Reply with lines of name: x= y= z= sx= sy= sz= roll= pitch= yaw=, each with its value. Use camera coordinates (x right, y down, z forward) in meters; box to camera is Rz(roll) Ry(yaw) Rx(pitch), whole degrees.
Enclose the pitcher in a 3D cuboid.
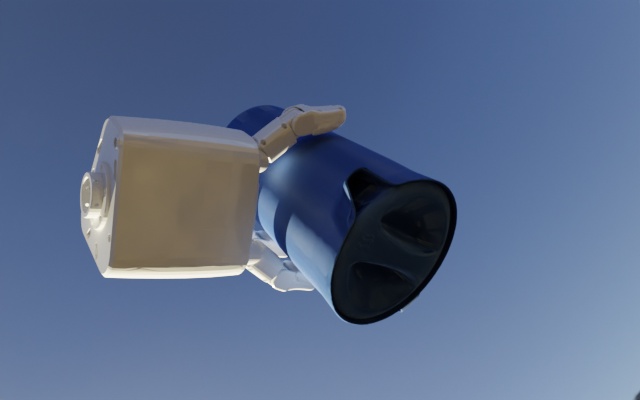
pitcher: x=0.000 y=0.001 z=0.463 sx=0.145 sy=0.149 sz=0.242 roll=1 pitch=25 yaw=-39
